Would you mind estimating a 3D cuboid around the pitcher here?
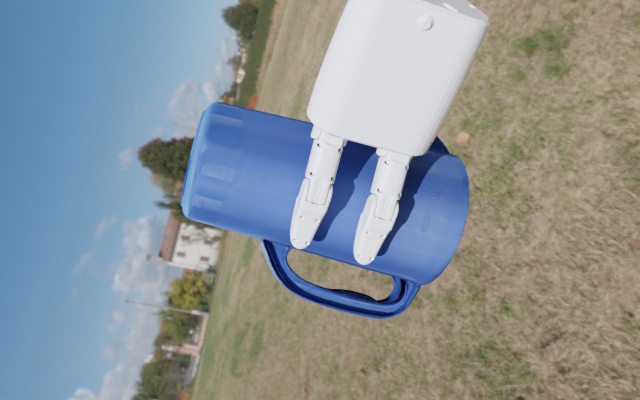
[{"bbox_3d":[0.000,0.001,0.447,0.243,0.145,0.149,14,39,-12],"label":"pitcher"}]
